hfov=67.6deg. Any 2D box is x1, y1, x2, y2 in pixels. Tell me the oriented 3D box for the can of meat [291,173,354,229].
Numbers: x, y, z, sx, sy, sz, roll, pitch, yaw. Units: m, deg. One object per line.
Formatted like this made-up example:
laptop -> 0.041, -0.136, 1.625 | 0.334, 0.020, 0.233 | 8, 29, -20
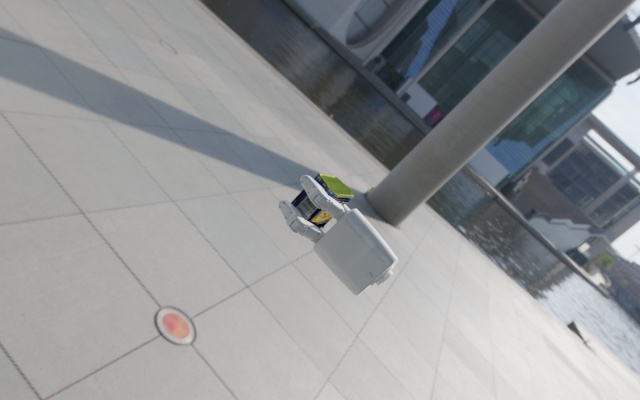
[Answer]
can of meat -> 0.000, 0.002, 0.803 | 0.084, 0.057, 0.102 | -45, -17, 16
